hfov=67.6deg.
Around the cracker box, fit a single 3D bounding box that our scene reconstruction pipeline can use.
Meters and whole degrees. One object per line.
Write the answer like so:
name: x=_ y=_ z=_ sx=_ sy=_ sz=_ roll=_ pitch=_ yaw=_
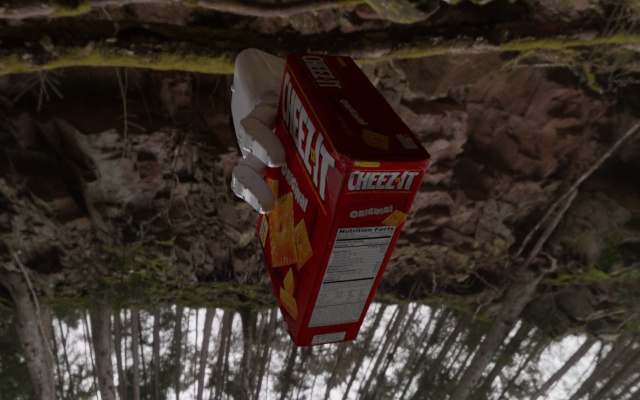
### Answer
cracker box: x=0.000 y=0.002 z=0.433 sx=0.072 sy=0.214 sz=0.164 roll=-3 pitch=41 yaw=-21
